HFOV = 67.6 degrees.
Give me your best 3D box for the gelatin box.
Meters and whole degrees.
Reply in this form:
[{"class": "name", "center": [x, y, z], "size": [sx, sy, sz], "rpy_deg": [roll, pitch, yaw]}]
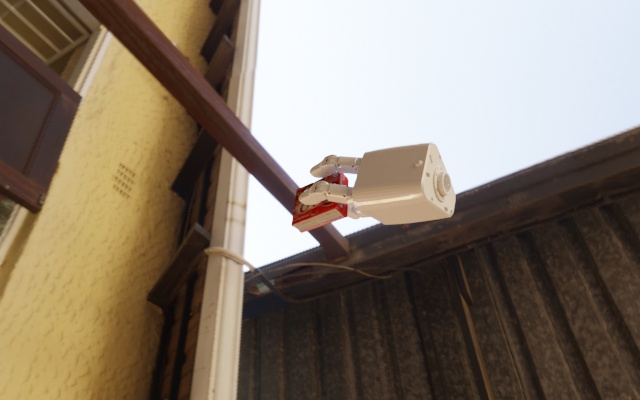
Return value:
[{"class": "gelatin box", "center": [0.000, 0.003, 0.731], "size": [0.089, 0.073, 0.030], "rpy_deg": [-22, -47, 31]}]
